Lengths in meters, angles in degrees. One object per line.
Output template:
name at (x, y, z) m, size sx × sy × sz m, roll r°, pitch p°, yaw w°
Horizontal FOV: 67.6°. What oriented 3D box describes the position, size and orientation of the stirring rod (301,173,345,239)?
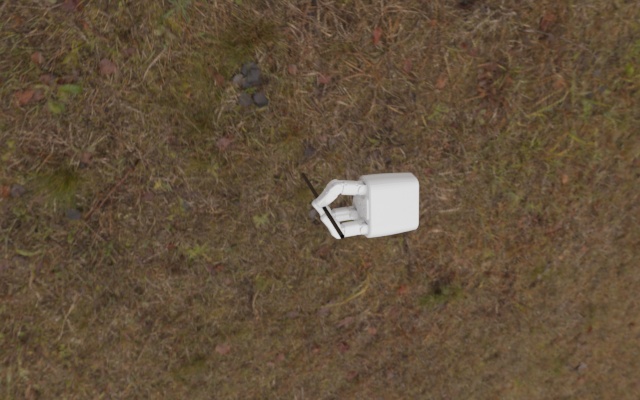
stirring rod at (0.000, 0.003, 0.898) m, size 0.011 × 0.011 × 0.239 m, roll 0°, pitch 29°, yaw -20°
